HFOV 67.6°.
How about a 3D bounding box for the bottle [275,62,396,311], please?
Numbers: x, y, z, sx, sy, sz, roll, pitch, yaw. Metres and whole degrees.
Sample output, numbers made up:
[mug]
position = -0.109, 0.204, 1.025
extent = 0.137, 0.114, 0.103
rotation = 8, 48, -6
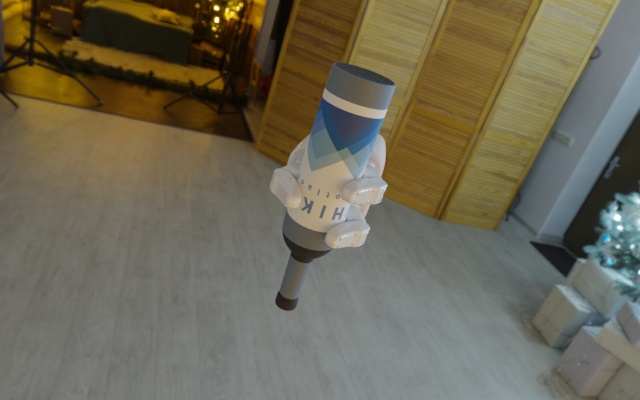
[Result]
[bottle]
position = 0.000, 0.002, 0.531
extent = 0.069, 0.296, 0.069
rotation = 16, 25, -7
